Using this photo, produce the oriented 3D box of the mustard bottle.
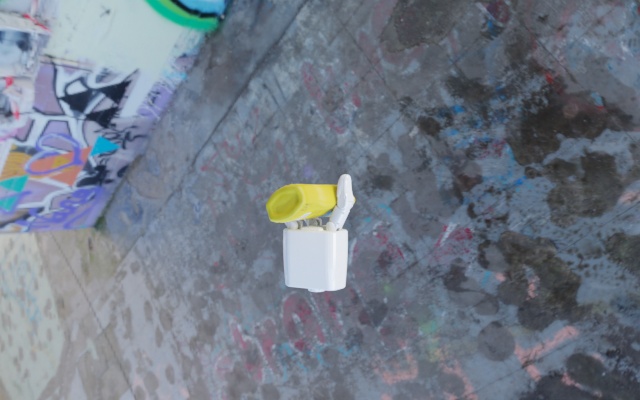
[{"bbox_3d":[0.000,0.003,0.869,0.096,0.058,0.191,-29,-17,37],"label":"mustard bottle"}]
